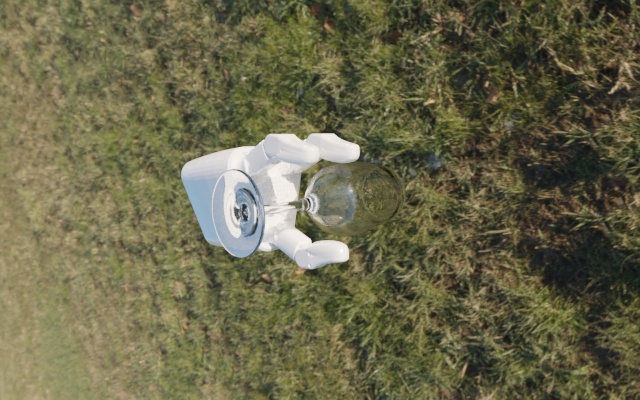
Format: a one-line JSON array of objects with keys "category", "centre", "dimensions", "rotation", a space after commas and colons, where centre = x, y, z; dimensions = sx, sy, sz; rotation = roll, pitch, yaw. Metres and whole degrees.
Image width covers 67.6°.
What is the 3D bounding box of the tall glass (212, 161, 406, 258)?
[{"category": "tall glass", "centre": [0.000, 0.002, 0.464], "dimensions": [0.201, 0.079, 0.079], "rotation": [-8, 5, -44]}]
